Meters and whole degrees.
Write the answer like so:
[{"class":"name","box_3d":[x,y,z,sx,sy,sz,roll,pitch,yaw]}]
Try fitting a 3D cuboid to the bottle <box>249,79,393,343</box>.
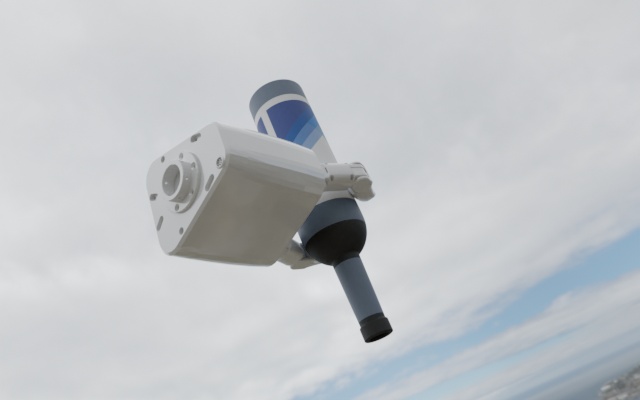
[{"class":"bottle","box_3d":[0.000,0.001,0.490,0.069,0.295,0.069,-18,-29,-10]}]
